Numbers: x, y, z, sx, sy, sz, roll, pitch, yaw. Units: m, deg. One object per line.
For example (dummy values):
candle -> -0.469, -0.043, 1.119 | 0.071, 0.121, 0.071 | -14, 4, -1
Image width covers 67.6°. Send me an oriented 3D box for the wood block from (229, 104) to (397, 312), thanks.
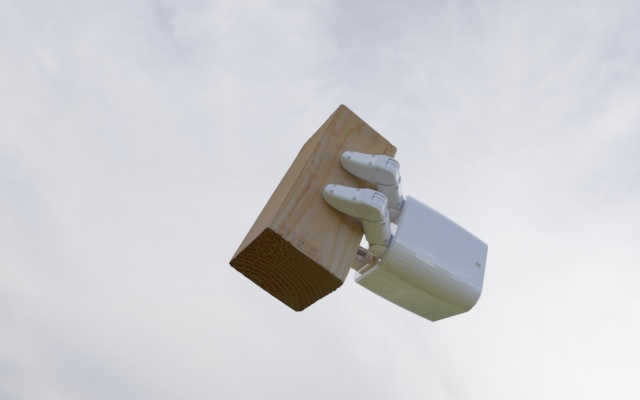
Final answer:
wood block -> 0.000, 0.002, 0.515 | 0.090, 0.206, 0.091 | 37, -44, -10
